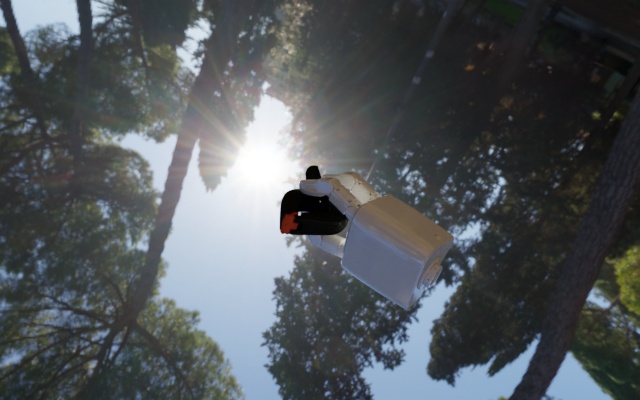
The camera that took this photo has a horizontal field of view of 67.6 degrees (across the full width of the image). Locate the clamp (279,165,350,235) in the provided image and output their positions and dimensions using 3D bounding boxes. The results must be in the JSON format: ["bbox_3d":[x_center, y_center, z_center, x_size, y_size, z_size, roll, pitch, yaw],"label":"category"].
[{"bbox_3d":[0.000,0.003,0.675,0.164,0.036,0.210,31,26,26],"label":"clamp"}]
